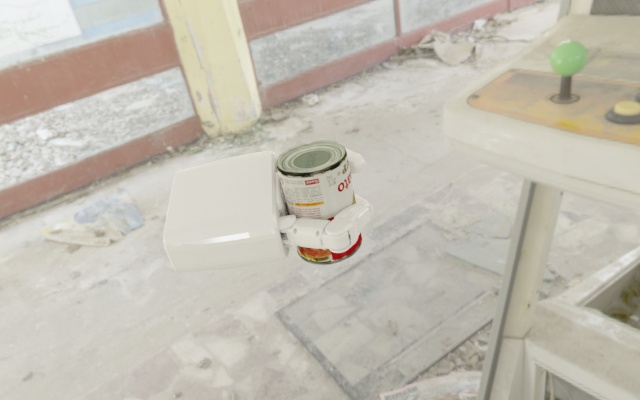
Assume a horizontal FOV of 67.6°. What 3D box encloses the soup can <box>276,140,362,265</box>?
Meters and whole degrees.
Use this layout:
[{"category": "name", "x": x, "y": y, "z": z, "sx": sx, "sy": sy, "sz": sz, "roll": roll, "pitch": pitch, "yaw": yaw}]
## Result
[{"category": "soup can", "x": 0.001, "y": 0.001, "z": 0.462, "sx": 0.068, "sy": 0.102, "sz": 0.068, "roll": -9, "pitch": 31, "yaw": 5}]
